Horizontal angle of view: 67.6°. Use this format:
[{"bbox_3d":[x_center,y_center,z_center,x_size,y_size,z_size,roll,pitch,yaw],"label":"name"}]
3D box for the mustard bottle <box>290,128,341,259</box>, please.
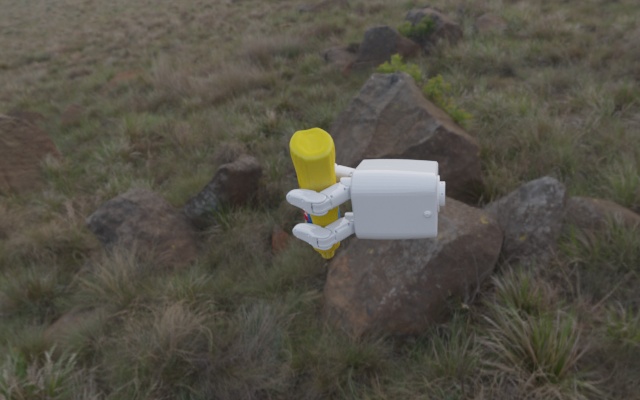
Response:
[{"bbox_3d":[0.000,0.002,0.672,0.058,0.192,0.096,-12,32,-5],"label":"mustard bottle"}]
